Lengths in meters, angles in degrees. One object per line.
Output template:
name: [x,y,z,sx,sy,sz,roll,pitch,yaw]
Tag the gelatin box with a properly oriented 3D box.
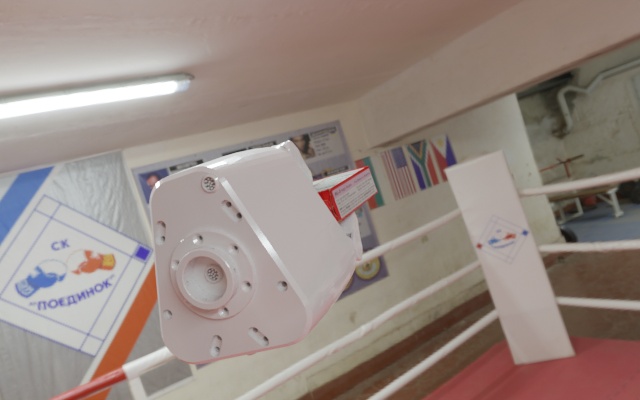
gelatin box: [0.000,0.001,0.419,0.073,0.030,0.089,-15,10,30]
